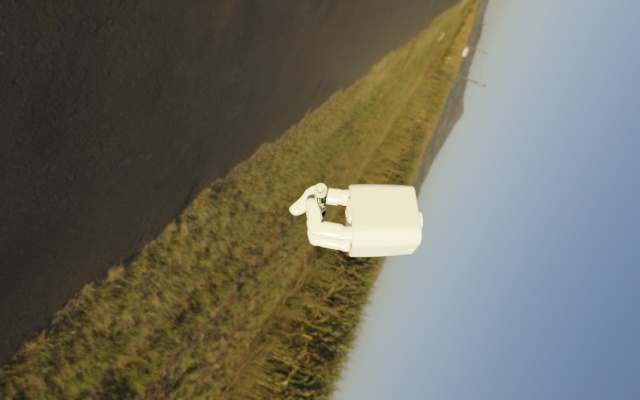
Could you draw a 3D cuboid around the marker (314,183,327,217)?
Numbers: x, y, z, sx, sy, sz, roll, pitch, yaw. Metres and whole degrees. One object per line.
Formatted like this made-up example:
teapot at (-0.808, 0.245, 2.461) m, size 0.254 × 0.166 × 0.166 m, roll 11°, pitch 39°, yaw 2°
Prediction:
marker at (0.000, 0.002, 0.758) m, size 0.020 × 0.020 × 0.121 m, roll 0°, pitch -19°, yaw 0°
